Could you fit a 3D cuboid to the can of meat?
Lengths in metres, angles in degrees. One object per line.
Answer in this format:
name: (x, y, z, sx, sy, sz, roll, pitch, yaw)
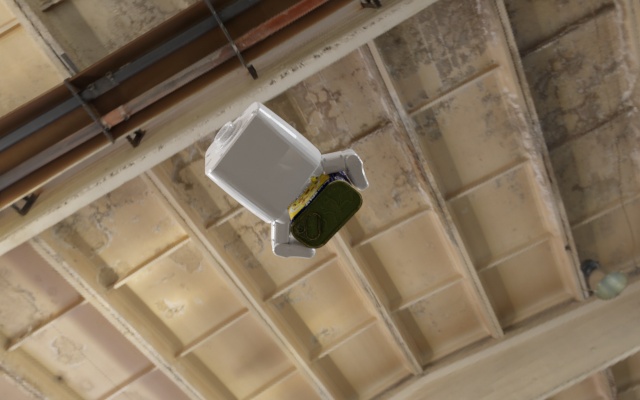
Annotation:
can of meat: (0.000, 0.002, 0.656, 0.057, 0.102, 0.084, 37, 13, -26)
